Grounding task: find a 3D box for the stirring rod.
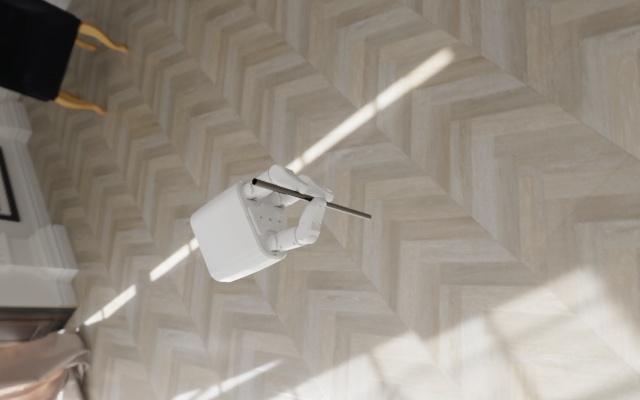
[{"bbox_3d":[0.000,0.002,0.613,0.011,0.011,0.239,0,-11,38],"label":"stirring rod"}]
